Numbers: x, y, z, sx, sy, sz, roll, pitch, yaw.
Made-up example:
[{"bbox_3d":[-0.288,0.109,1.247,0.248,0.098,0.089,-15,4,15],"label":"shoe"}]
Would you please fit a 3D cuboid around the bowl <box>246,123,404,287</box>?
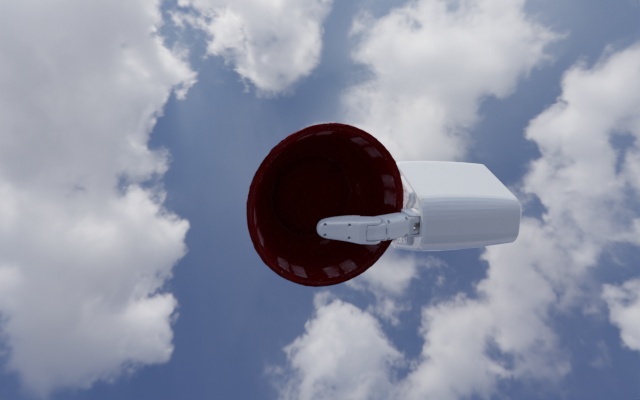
[{"bbox_3d":[-0.001,0.001,0.479,0.162,0.162,0.055,0,13,-21],"label":"bowl"}]
